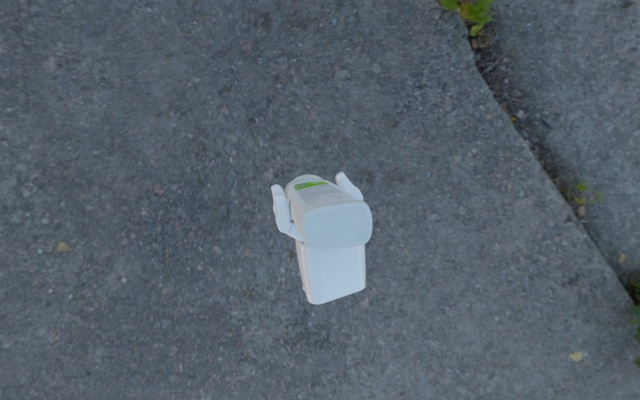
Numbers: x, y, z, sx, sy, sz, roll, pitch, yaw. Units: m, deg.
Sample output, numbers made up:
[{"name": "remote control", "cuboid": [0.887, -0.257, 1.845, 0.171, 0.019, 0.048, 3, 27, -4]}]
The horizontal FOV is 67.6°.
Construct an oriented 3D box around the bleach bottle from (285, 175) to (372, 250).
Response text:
[{"name": "bleach bottle", "cuboid": [0.000, 0.002, 0.764, 0.102, 0.068, 0.250, -7, 17, -8]}]
